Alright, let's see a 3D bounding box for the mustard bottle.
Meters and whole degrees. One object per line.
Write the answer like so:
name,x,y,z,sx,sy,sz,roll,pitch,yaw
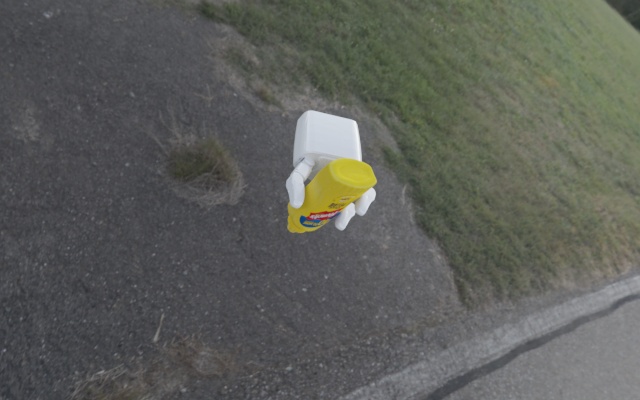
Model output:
mustard bottle,0.000,0.003,0.802,0.096,0.058,0.192,-2,-28,-41
